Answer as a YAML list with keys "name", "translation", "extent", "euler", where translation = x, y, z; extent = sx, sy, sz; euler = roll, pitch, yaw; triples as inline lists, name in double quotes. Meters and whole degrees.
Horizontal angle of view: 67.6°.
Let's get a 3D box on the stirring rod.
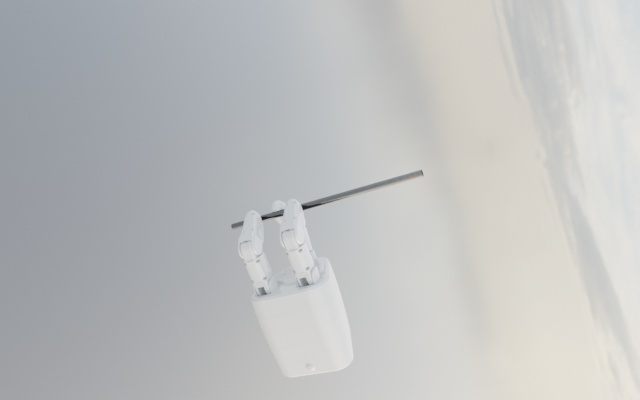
- name: "stirring rod"
  translation: [0.000, 0.002, 0.550]
  extent: [0.239, 0.011, 0.011]
  euler: [-16, -6, 20]
